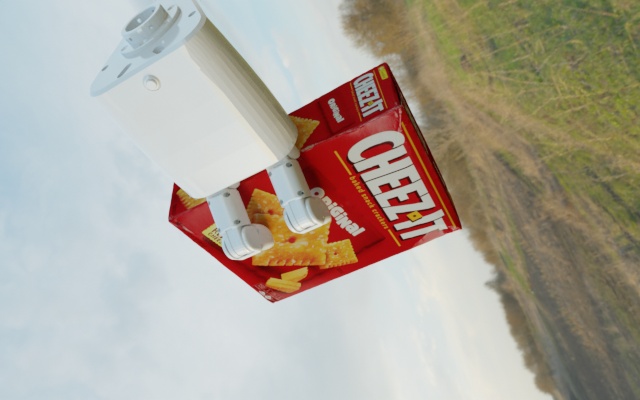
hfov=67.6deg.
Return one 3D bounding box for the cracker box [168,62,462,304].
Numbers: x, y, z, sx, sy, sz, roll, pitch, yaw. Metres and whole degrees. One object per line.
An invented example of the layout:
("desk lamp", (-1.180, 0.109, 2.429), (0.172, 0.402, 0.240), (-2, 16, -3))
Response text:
("cracker box", (0.000, 0.001, 0.438), (0.214, 0.072, 0.164), (-24, -46, 16))
